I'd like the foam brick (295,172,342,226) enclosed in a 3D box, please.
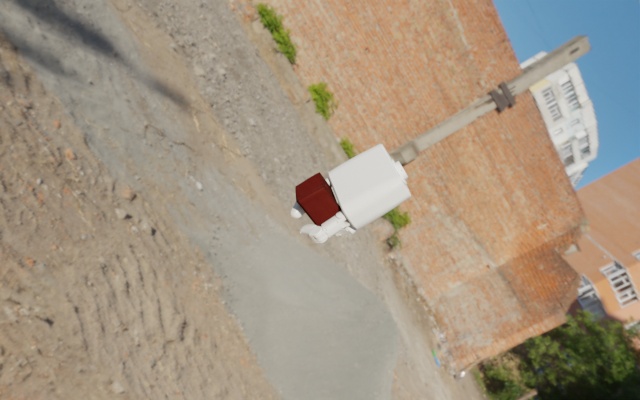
[{"bbox_3d":[0.000,0.003,0.799,0.051,0.078,0.053,-31,30,12],"label":"foam brick"}]
